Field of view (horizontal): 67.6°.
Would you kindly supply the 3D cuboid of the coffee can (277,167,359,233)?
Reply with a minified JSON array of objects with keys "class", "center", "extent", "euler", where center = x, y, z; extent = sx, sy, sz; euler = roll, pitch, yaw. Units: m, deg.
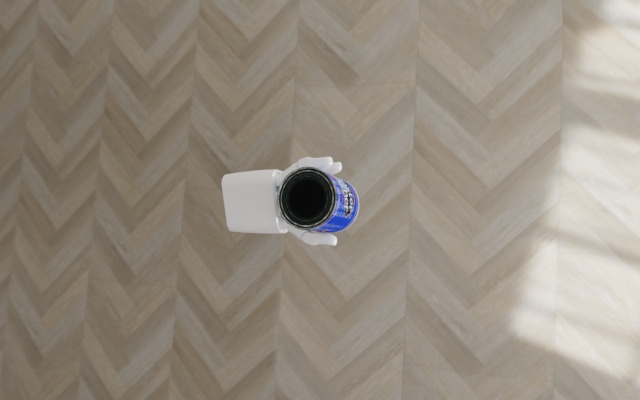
[{"class":"coffee can","center":[0.000,0.003,0.823],"extent":[0.103,0.103,0.140],"euler":[0,-5,19]}]
